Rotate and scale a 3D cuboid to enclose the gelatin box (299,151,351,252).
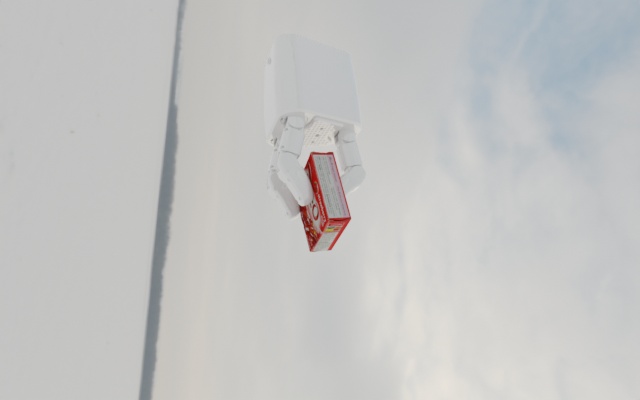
[{"bbox_3d":[0.001,0.002,0.530,0.030,0.089,0.073,-3,-31,-21],"label":"gelatin box"}]
